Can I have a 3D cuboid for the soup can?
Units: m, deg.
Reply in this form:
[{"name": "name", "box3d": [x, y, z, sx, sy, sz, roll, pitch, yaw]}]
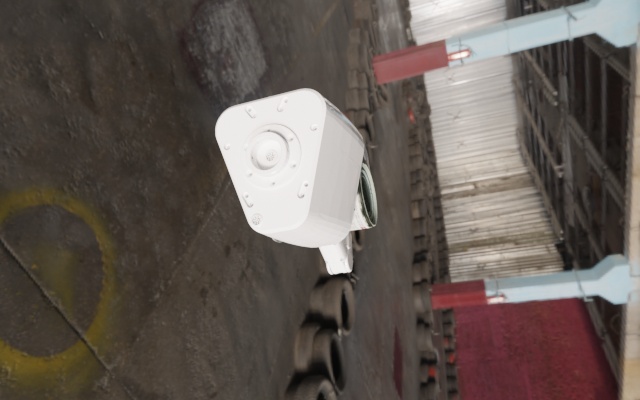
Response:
[{"name": "soup can", "box3d": [0.001, 0.002, 0.483, 0.102, 0.068, 0.068, -10, -3, 17]}]
